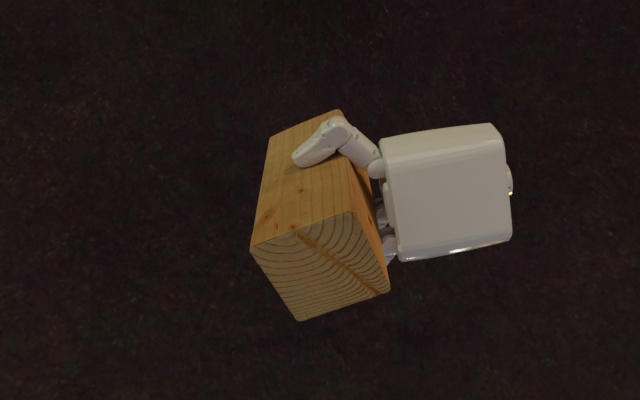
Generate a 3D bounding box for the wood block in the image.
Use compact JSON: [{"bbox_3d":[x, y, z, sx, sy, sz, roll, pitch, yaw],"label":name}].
[{"bbox_3d":[0.000,0.001,0.469,0.090,0.091,0.206,-21,30,12],"label":"wood block"}]
